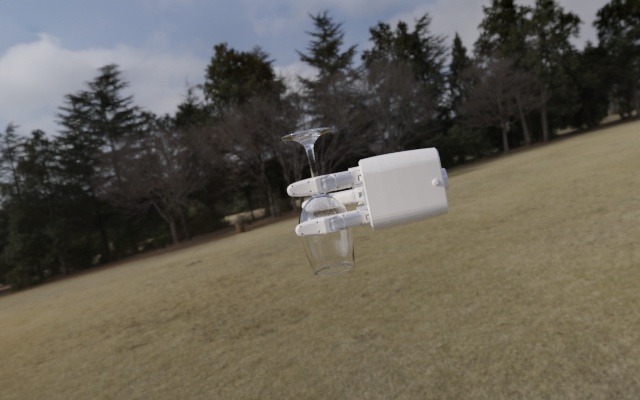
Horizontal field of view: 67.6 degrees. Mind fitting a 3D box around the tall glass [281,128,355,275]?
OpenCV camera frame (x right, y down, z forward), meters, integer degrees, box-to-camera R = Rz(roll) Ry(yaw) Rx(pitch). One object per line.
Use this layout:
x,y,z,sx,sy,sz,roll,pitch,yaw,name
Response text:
0.000,0.002,0.684,0.079,0.201,0.079,-11,1,0,tall glass
